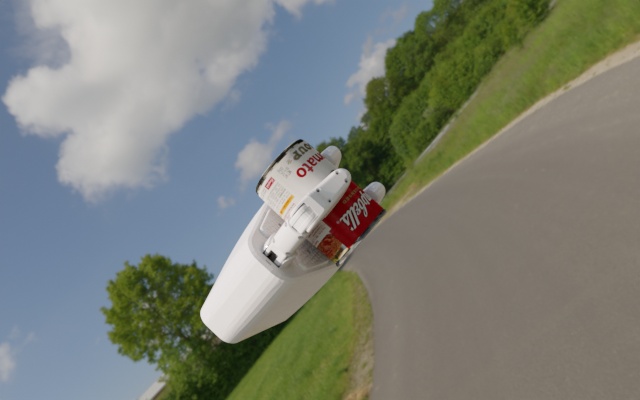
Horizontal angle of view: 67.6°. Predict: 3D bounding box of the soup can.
[{"bbox_3d":[0.000,0.001,0.435,0.102,0.068,0.068,41,5,5],"label":"soup can"}]
